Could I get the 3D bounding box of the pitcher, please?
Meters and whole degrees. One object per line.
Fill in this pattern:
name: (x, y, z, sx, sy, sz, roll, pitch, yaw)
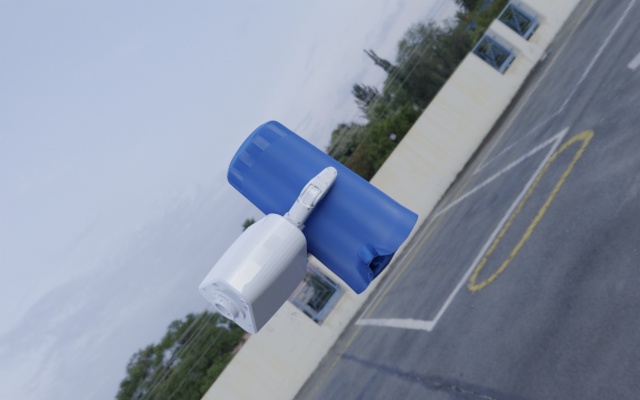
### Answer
pitcher: (0.000, 0.002, 0.653, 0.243, 0.145, 0.149, 38, -32, 3)
